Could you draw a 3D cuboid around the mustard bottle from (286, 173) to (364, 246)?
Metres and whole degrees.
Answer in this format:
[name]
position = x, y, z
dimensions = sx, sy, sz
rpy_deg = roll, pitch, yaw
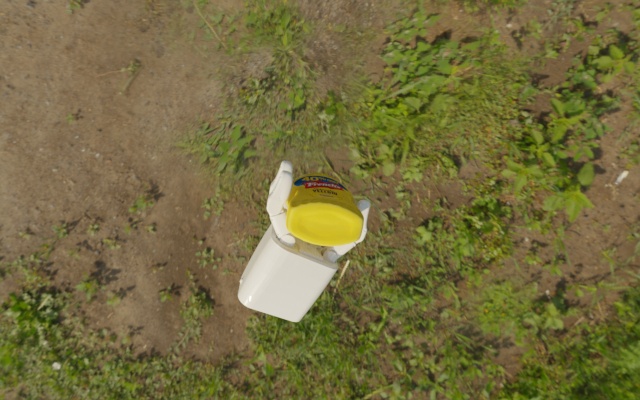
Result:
[mustard bottle]
position = 0.000, 0.002, 0.671
dimensions = 0.096, 0.058, 0.191
rpy_deg = 7, 17, -6
